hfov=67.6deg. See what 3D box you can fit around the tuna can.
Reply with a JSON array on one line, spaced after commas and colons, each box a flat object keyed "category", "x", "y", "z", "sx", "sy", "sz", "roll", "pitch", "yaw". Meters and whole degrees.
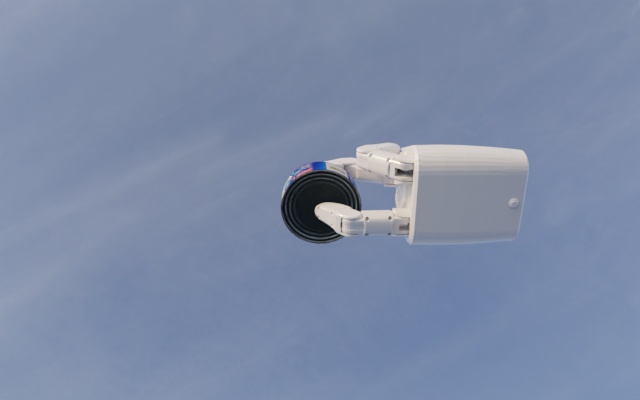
[{"category": "tuna can", "x": 0.000, "y": 0.002, "z": 0.519, "sx": 0.086, "sy": 0.086, "sz": 0.033, "roll": 0, "pitch": 24, "yaw": -3}]
